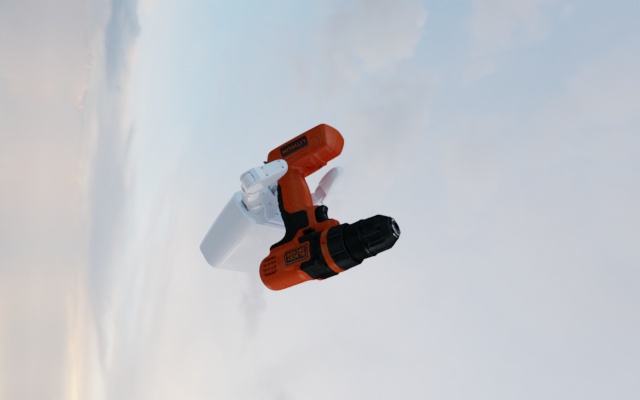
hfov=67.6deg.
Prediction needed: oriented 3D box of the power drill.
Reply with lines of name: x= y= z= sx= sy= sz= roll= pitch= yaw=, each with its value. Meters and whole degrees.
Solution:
power drill: x=0.000 y=0.002 z=0.577 sx=0.184 sy=0.187 sz=0.057 roll=-23 pitch=-35 yaw=27
